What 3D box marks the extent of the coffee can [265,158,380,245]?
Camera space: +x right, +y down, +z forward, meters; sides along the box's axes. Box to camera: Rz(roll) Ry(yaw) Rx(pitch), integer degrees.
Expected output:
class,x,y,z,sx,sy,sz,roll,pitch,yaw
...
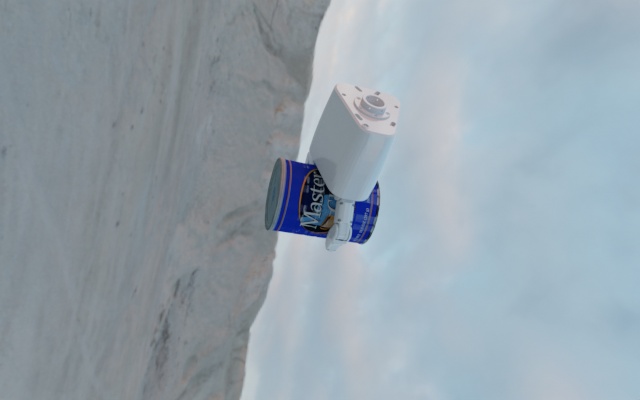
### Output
class,x,y,z,sx,sy,sz,roll,pitch,yaw
coffee can,0.000,0.002,0.677,0.140,0.103,0.103,10,-3,-14
